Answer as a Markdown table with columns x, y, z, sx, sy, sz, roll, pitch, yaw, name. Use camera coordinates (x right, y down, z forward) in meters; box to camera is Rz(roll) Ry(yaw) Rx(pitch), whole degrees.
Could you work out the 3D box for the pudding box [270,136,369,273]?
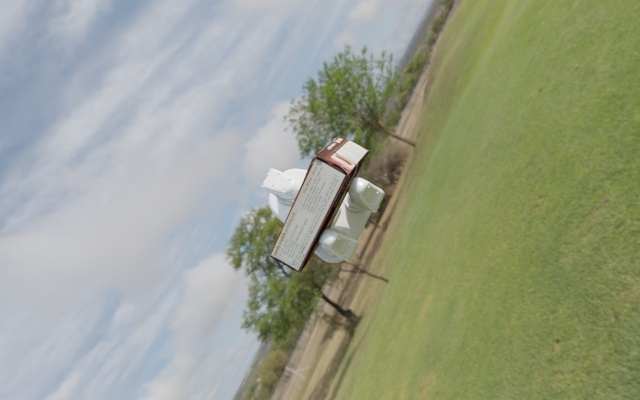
| x | y | z | sx | sy | sz | roll | pitch | yaw | name |
| --- | --- | --- | --- | --- | --- | --- | --- | --- | --- |
| 0.000 | 0.001 | 0.459 | 0.039 | 0.113 | 0.090 | 26 | 24 | 6 | pudding box |
